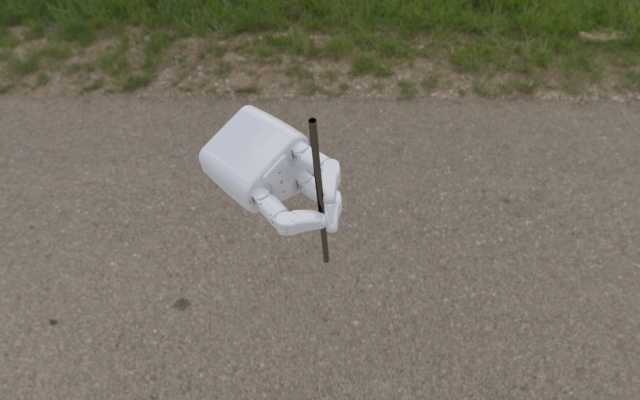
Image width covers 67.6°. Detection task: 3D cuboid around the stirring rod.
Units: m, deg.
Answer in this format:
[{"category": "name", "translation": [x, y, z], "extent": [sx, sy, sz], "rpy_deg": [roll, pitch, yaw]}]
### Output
[{"category": "stirring rod", "translation": [0.000, 0.002, 0.548], "extent": [0.011, 0.011, 0.240], "rpy_deg": [0, -41, 5]}]
